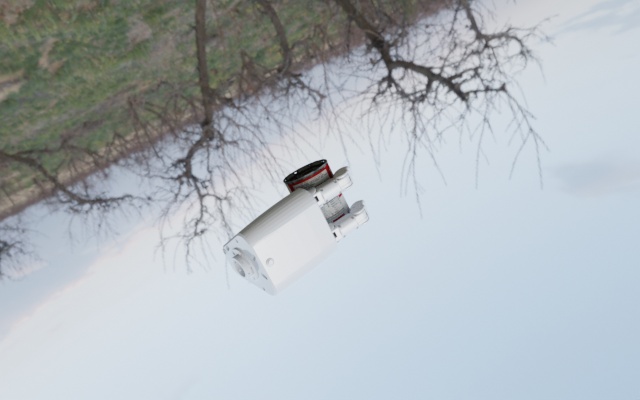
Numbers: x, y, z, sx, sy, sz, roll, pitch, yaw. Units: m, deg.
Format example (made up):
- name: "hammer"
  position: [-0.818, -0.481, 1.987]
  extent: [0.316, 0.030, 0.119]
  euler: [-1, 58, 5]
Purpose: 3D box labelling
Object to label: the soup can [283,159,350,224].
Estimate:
- name: "soup can"
  position: [0.001, 0.002, 0.670]
  extent: [0.068, 0.102, 0.068]
  euler: [-25, 15, 7]
